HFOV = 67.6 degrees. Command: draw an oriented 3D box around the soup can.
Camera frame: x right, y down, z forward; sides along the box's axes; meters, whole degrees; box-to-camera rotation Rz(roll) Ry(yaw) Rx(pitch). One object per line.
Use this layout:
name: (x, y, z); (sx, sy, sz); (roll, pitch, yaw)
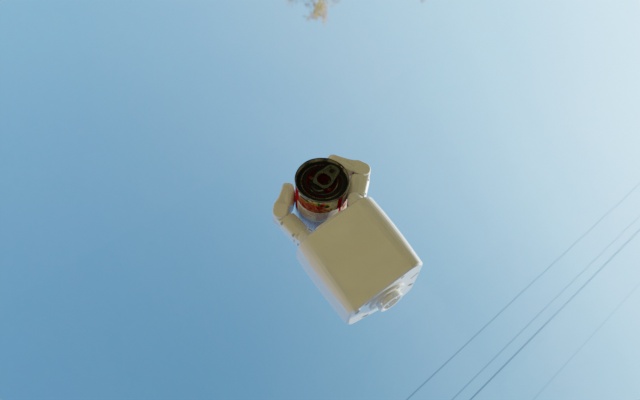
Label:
soup can: (0.000, 0.002, 0.623); (0.068, 0.068, 0.102); (0, -34, -3)
